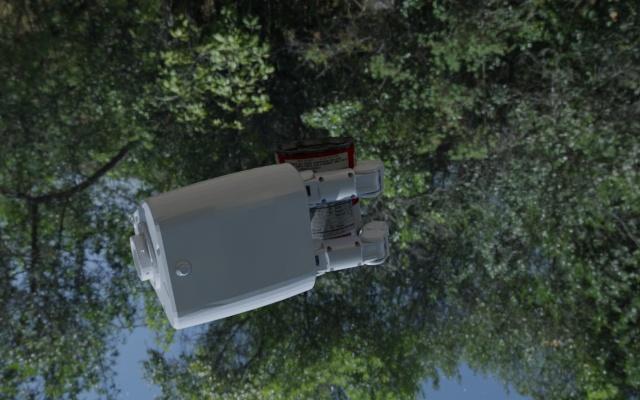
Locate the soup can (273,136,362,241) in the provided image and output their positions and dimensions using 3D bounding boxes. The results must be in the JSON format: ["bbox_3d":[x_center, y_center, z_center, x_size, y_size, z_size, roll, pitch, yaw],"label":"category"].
[{"bbox_3d":[0.000,0.001,0.408,0.068,0.102,0.068,-6,14,2],"label":"soup can"}]
